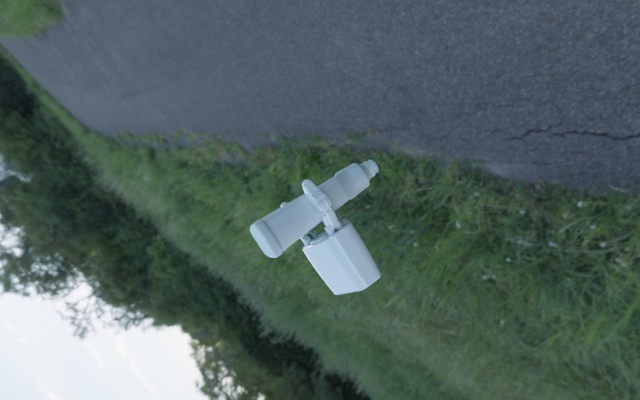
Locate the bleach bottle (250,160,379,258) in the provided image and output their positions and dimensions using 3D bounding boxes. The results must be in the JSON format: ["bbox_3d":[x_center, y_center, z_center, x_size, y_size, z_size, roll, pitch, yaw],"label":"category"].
[{"bbox_3d":[0.000,0.003,0.830,0.251,0.068,0.102,-34,3,-17],"label":"bleach bottle"}]
